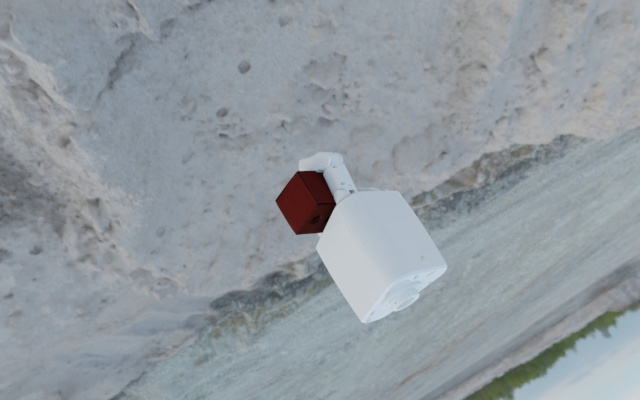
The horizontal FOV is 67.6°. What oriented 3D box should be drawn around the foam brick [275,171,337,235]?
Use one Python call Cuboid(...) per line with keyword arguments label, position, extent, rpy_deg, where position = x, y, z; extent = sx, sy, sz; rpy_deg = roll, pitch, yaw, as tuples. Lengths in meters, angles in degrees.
Cuboid(label="foam brick", position=(0.000, 0.002, 0.548), extent=(0.078, 0.051, 0.053), rpy_deg=(-2, -39, -43))
